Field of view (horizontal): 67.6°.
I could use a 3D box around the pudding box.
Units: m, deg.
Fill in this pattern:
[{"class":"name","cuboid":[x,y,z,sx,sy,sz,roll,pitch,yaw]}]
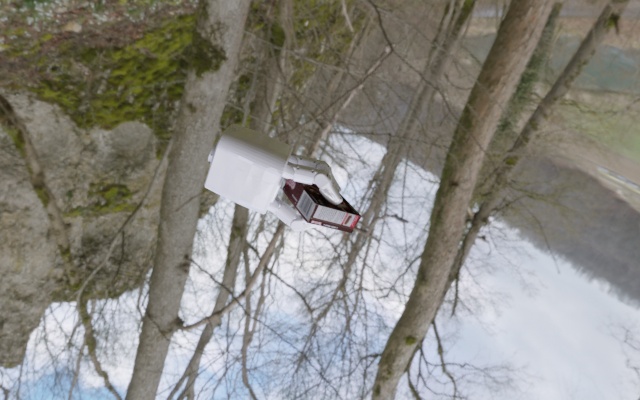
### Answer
[{"class":"pudding box","cuboid":[0.000,0.003,0.769,0.090,0.039,0.113,14,23,-33]}]
